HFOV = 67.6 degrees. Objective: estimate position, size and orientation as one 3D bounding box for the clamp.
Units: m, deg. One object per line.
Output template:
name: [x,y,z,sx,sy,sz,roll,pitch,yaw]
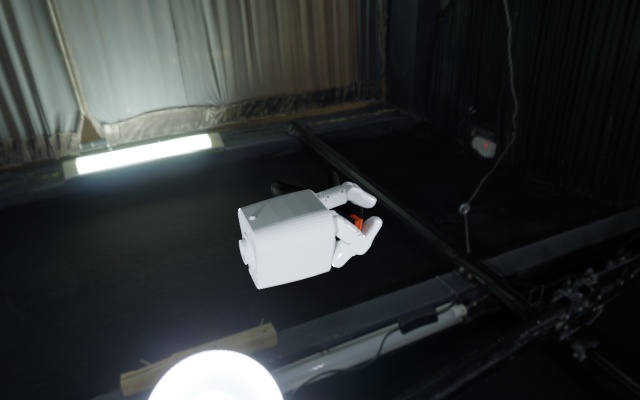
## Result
clamp: [0.000,0.003,0.729,0.120,0.039,0.171,-14,31,-18]
